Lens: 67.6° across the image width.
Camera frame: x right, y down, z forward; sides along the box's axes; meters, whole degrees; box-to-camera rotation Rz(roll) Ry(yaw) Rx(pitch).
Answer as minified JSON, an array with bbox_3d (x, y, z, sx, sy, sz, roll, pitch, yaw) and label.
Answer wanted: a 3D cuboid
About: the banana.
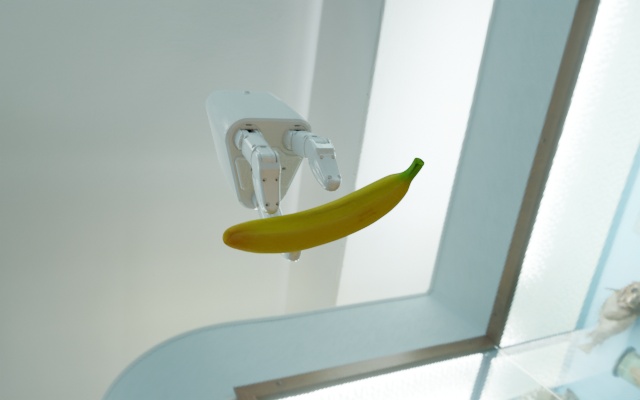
[{"bbox_3d":[0.006,0.013,0.457,0.198,0.070,0.037,-23,48,-11],"label":"banana"}]
